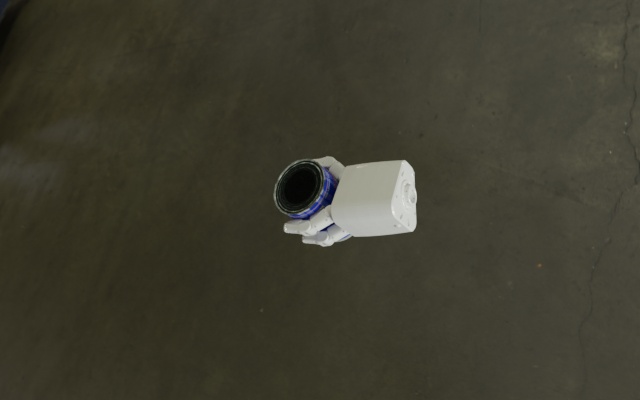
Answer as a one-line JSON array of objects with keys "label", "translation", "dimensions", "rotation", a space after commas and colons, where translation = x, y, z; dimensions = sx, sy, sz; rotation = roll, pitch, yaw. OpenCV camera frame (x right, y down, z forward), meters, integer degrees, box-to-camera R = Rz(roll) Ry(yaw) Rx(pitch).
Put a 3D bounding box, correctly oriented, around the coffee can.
[{"label": "coffee can", "translation": [0.000, 0.003, 0.841], "dimensions": [0.103, 0.102, 0.140], "rotation": [0, -22, 35]}]
